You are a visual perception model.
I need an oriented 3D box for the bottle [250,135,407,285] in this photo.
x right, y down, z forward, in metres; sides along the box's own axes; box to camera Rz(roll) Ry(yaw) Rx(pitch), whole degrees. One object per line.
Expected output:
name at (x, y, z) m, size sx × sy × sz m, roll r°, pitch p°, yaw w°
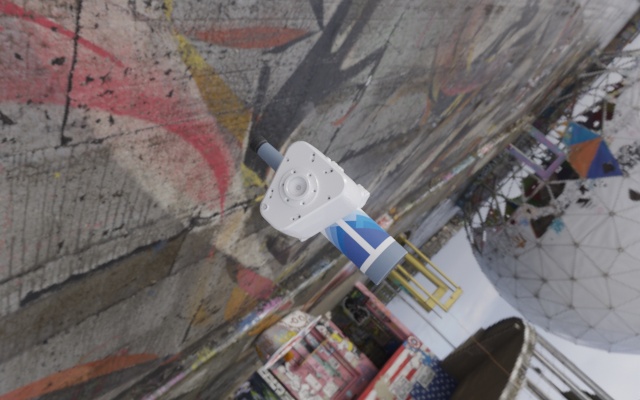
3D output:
bottle at (0.000, 0.003, 0.730) m, size 0.295 × 0.069 × 0.069 m, roll 43°, pitch 13°, yaw 15°
